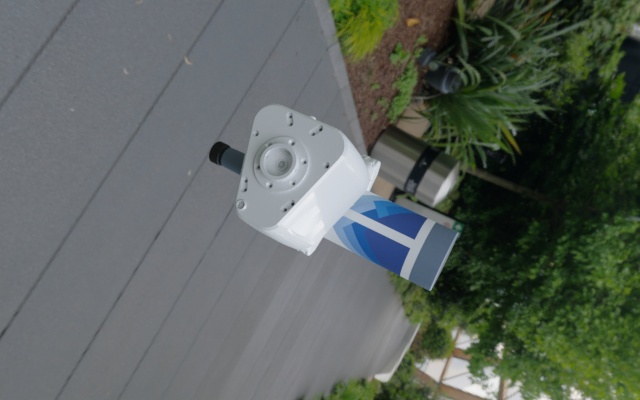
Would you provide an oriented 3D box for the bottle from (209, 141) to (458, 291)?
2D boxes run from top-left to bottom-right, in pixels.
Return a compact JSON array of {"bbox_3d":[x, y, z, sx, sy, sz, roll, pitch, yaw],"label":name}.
[{"bbox_3d":[0.000,0.002,0.531,0.295,0.069,0.069,26,8,18],"label":"bottle"}]
